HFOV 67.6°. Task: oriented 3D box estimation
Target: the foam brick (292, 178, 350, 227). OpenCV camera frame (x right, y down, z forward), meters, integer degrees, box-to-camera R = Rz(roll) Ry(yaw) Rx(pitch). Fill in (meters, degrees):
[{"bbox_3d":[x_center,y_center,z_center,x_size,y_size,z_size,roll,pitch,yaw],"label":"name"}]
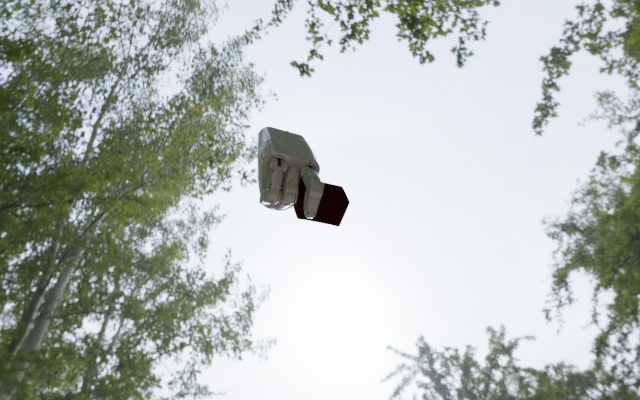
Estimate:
[{"bbox_3d":[0.000,0.003,0.791,0.078,0.053,0.051,13,29,-22],"label":"foam brick"}]
